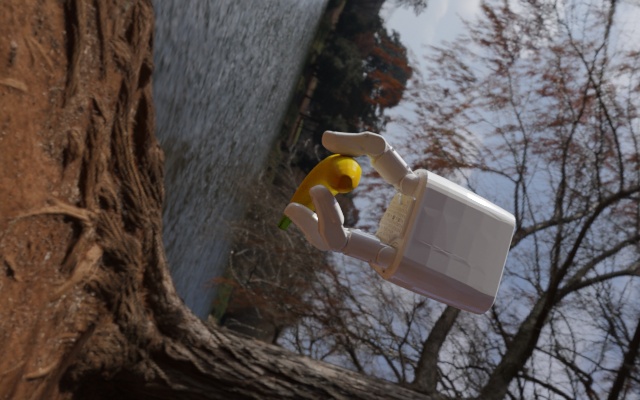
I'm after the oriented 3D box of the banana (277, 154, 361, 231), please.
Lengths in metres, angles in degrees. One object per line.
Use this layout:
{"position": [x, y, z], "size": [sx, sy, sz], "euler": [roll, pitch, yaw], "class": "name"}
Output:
{"position": [0.005, -0.013, 0.508], "size": [0.037, 0.069, 0.198], "euler": [27, -23, -11], "class": "banana"}
